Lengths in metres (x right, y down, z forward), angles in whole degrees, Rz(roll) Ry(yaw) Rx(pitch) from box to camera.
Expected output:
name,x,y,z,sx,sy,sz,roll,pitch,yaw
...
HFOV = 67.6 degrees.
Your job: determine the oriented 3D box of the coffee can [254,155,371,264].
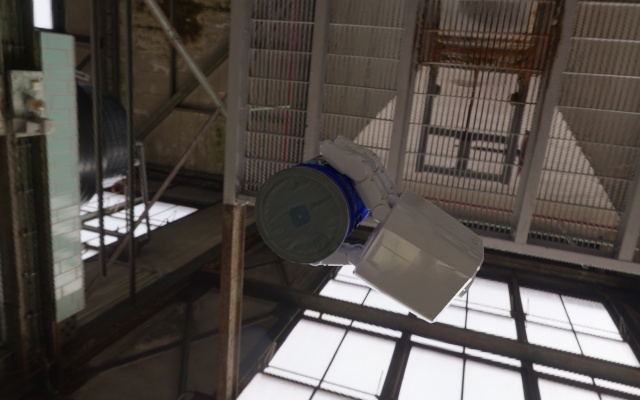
name,x,y,z,sx,sy,sz,roll,pitch,yaw
coffee can,0.000,0.002,0.552,0.103,0.103,0.140,0,13,19
